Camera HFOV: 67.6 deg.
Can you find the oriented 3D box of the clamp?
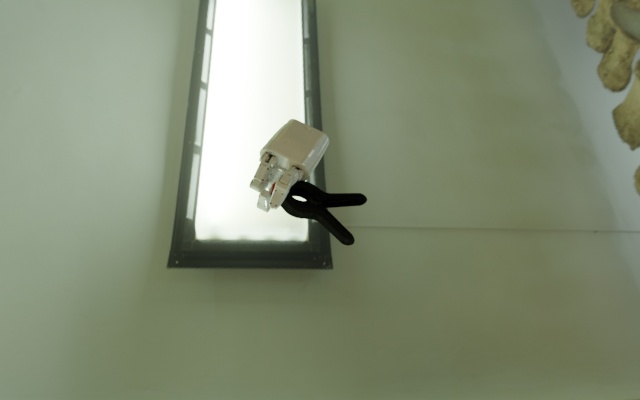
[{"bbox_3d":[0.000,0.003,0.839,0.171,0.039,0.120,28,39,7],"label":"clamp"}]
